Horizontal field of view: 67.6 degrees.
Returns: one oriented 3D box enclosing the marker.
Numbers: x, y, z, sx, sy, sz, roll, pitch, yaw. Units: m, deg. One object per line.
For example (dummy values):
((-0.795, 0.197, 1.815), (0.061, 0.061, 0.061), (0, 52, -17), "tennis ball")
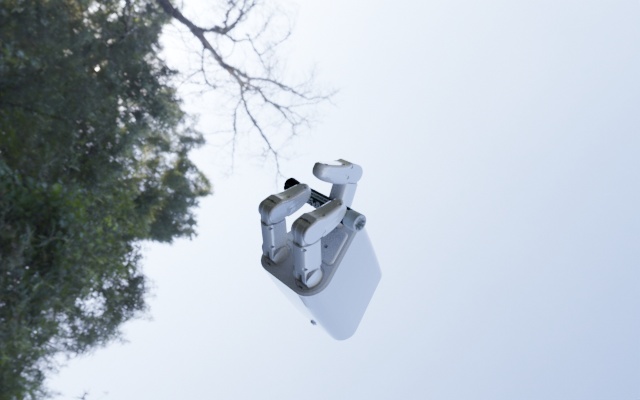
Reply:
((0.000, 0.002, 0.506), (0.020, 0.020, 0.121), (0, 20, -43), "marker")
